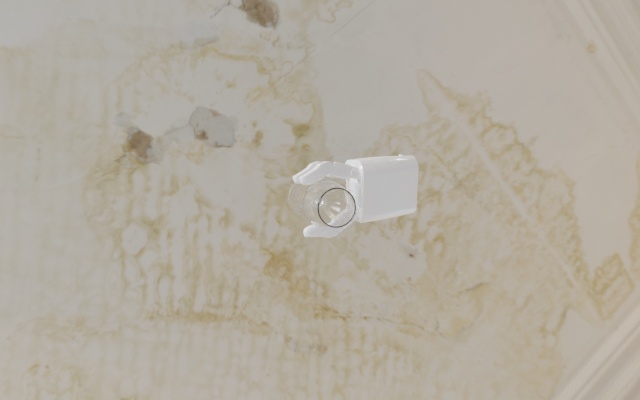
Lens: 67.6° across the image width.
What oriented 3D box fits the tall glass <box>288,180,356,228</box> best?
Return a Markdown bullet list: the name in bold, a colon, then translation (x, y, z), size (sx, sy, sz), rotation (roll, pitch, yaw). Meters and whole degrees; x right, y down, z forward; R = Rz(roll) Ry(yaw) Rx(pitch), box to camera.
- **tall glass**: translation (0.000, 0.003, 0.823), size (0.079, 0.079, 0.201), rotation (0, 5, -15)
